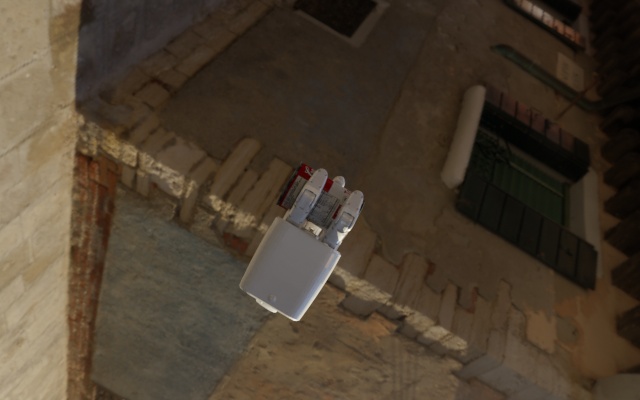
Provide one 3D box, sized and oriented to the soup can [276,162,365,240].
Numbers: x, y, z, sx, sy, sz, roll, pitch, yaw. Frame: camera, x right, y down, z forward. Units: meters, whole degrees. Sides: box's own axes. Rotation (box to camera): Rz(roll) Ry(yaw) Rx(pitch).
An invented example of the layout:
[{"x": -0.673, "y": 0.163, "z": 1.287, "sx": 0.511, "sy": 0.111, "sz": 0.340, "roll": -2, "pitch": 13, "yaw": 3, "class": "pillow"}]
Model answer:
[{"x": 0.001, "y": 0.002, "z": 0.652, "sx": 0.102, "sy": 0.068, "sz": 0.068, "roll": 31, "pitch": -1, "yaw": -2, "class": "soup can"}]
